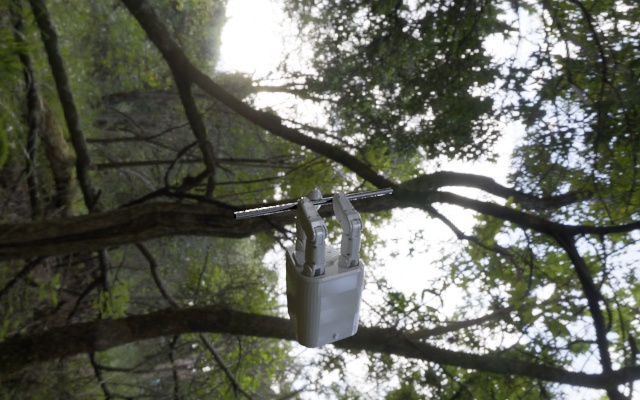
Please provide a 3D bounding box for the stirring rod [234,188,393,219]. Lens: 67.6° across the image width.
[{"bbox_3d":[0.000,0.002,0.632,0.239,0.011,0.011,-9,5,-31],"label":"stirring rod"}]
